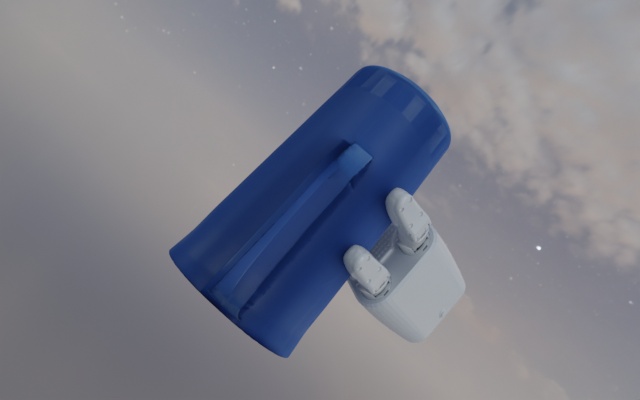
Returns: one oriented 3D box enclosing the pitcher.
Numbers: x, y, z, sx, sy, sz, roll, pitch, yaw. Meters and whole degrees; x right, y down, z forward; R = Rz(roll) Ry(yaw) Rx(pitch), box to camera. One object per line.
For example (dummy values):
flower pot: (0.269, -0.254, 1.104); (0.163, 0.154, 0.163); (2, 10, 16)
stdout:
pitcher: (0.000, 0.001, 0.407); (0.149, 0.243, 0.145); (33, -11, 48)
